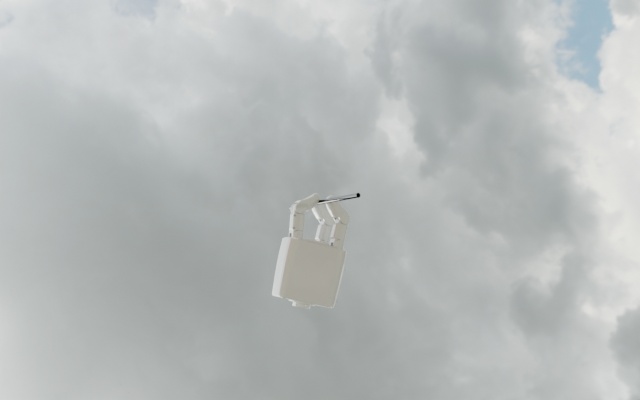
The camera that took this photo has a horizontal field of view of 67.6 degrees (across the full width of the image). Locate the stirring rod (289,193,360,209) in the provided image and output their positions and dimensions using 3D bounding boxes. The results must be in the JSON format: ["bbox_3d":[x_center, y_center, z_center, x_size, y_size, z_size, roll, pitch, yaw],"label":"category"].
[{"bbox_3d":[0.000,0.003,0.877,0.011,0.011,0.239,0,-5,-31],"label":"stirring rod"}]
